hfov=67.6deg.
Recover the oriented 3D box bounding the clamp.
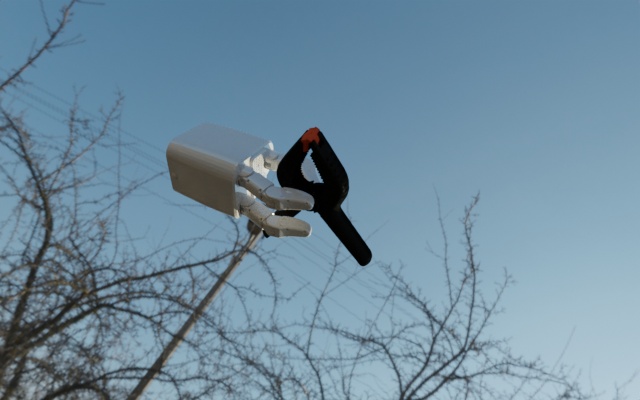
[{"bbox_3d":[0.000,0.001,0.617,0.164,0.210,0.036,19,47,11],"label":"clamp"}]
